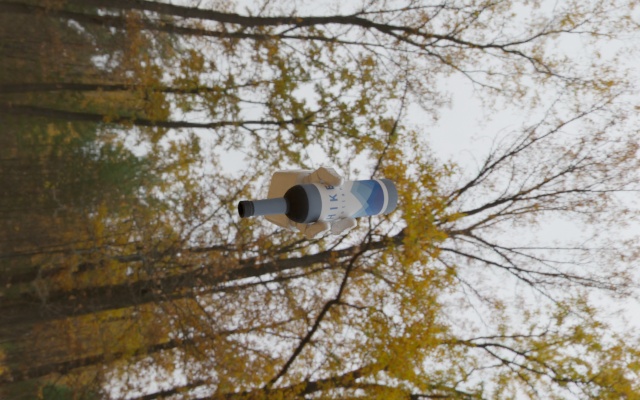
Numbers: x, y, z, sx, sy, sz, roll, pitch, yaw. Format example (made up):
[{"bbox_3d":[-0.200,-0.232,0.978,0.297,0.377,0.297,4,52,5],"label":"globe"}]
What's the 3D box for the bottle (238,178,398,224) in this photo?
[{"bbox_3d":[0.000,0.003,0.817,0.295,0.069,0.069,-5,3,-33],"label":"bottle"}]
